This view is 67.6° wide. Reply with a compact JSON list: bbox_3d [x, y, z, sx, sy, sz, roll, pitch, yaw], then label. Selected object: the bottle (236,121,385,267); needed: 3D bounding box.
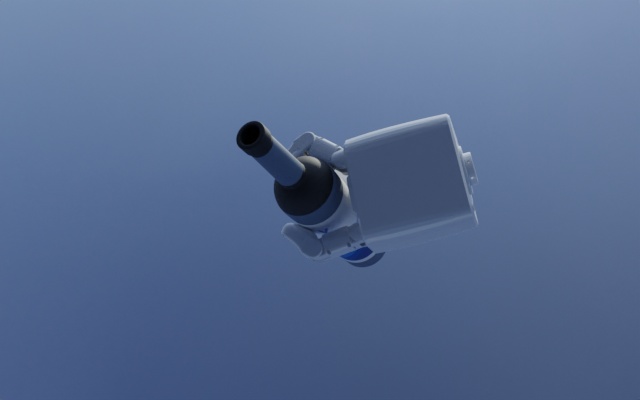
[{"bbox_3d":[0.000,0.002,0.515,0.069,0.069,0.296,0,-22,25],"label":"bottle"}]
